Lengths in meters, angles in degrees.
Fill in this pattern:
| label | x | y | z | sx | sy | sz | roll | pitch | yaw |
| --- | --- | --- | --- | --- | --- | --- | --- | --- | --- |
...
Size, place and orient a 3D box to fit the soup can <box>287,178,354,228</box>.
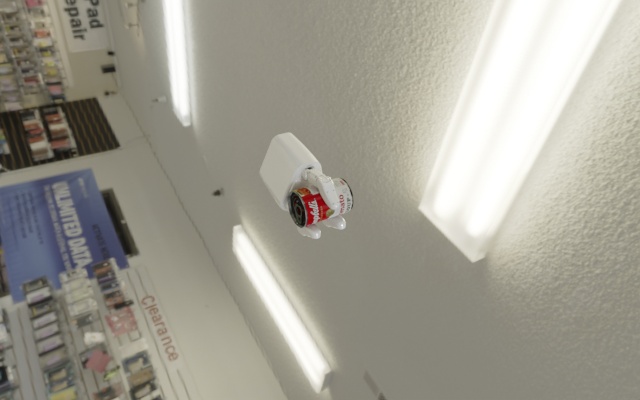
| label | x | y | z | sx | sy | sz | roll | pitch | yaw |
| --- | --- | --- | --- | --- | --- | --- | --- | --- | --- |
| soup can | 0.001 | 0.003 | 0.868 | 0.102 | 0.068 | 0.068 | -18 | 8 | -27 |
